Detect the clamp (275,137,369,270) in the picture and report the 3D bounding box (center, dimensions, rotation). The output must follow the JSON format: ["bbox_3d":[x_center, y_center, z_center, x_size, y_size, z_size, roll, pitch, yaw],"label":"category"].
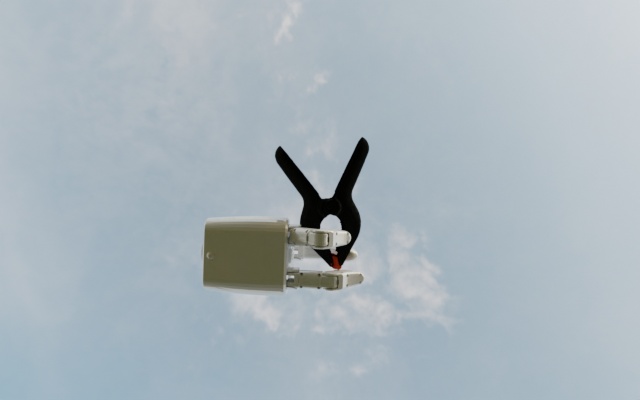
[{"bbox_3d":[0.000,0.002,0.615,0.120,0.171,0.039,2,1,1],"label":"clamp"}]
